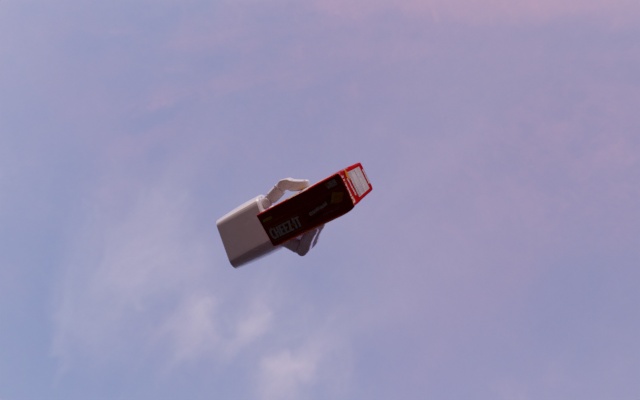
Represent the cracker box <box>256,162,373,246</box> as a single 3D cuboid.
[{"bbox_3d":[0.000,0.003,0.888,0.164,0.072,0.213,-27,2,17],"label":"cracker box"}]
